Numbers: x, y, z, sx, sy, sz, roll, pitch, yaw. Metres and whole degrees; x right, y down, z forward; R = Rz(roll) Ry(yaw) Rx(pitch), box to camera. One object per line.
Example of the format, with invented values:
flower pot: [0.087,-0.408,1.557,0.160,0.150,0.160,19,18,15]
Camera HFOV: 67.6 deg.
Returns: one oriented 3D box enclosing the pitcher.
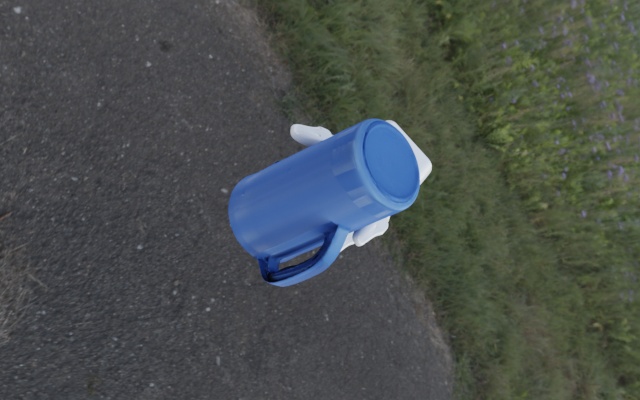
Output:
pitcher: [0.000,0.002,0.599,0.243,0.149,0.145,-24,8,45]
